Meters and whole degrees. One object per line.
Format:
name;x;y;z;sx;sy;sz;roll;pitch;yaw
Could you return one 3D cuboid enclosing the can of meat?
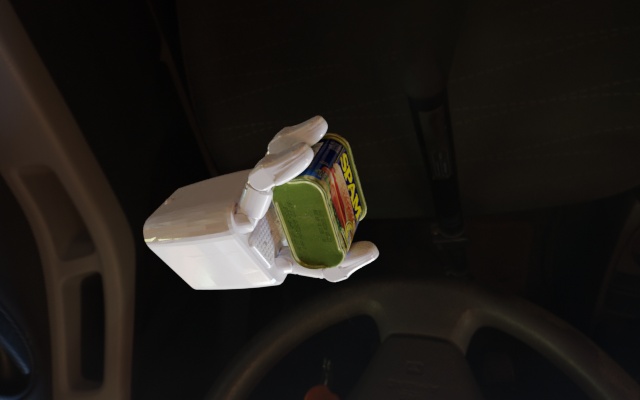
can of meat;0.000;0.002;0.447;0.057;0.102;0.084;-6;30;22
